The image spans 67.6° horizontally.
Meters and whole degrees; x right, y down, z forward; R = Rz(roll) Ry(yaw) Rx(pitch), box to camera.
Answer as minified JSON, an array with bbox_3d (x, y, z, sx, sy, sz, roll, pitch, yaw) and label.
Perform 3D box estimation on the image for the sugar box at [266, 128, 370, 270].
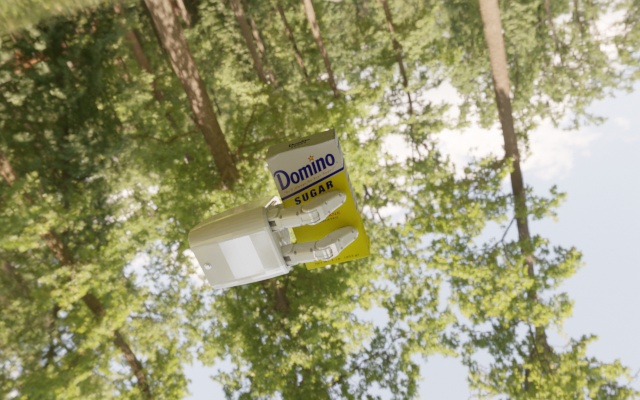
[{"bbox_3d":[0.000,0.002,0.633,0.093,0.176,0.048,-15,27,10],"label":"sugar box"}]
